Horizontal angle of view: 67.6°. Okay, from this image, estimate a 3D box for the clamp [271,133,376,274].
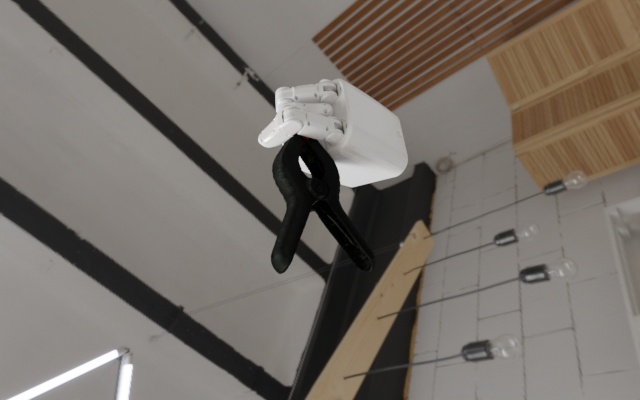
[{"bbox_3d":[0.000,0.002,0.499,0.120,0.171,0.039,18,-34,-37],"label":"clamp"}]
